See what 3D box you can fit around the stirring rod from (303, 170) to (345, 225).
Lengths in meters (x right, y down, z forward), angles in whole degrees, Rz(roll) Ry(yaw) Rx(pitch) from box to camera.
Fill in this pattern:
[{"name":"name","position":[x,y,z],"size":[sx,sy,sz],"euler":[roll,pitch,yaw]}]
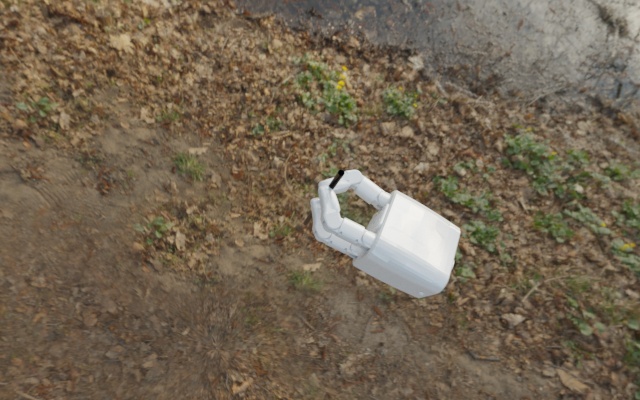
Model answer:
[{"name":"stirring rod","position":[0.000,0.002,0.673],"size":[0.011,0.011,0.239],"euler":[0,-17,-12]}]
